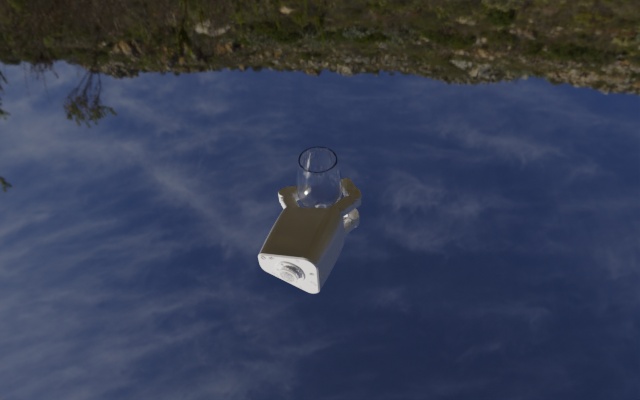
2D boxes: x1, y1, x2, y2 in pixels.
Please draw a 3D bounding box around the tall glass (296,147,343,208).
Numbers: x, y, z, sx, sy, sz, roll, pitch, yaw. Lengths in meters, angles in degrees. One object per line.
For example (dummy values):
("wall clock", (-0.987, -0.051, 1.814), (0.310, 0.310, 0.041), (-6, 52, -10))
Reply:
("tall glass", (0.000, 0.003, 0.826), (0.079, 0.079, 0.201), (0, -43, 3))
